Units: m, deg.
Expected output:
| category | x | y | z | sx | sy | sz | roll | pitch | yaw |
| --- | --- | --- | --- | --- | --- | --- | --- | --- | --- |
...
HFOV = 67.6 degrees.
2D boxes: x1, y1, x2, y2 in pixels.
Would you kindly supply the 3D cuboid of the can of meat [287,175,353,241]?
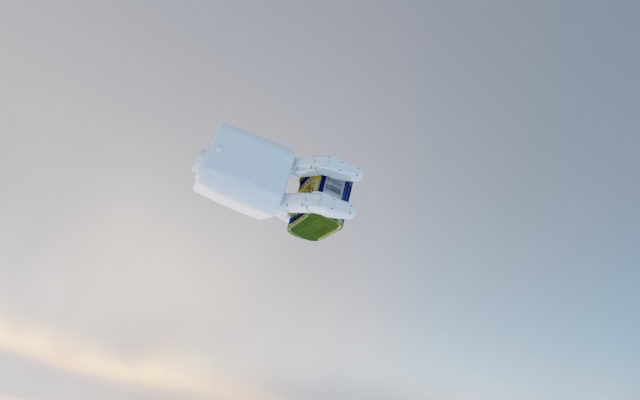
| category | x | y | z | sx | sy | sz | roll | pitch | yaw |
| --- | --- | --- | --- | --- | --- | --- | --- | --- | --- |
| can of meat | 0.000 | 0.002 | 0.655 | 0.057 | 0.084 | 0.102 | 25 | -29 | -18 |
